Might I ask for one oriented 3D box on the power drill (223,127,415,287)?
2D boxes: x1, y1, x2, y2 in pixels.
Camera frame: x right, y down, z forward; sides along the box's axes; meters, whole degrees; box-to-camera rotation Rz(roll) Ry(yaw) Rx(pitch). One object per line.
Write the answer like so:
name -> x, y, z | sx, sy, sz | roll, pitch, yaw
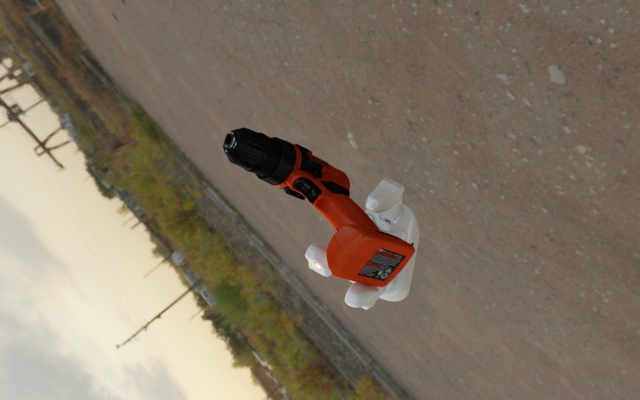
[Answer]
power drill -> 0.000, 0.002, 0.501 | 0.184, 0.057, 0.187 | 19, 24, -46
